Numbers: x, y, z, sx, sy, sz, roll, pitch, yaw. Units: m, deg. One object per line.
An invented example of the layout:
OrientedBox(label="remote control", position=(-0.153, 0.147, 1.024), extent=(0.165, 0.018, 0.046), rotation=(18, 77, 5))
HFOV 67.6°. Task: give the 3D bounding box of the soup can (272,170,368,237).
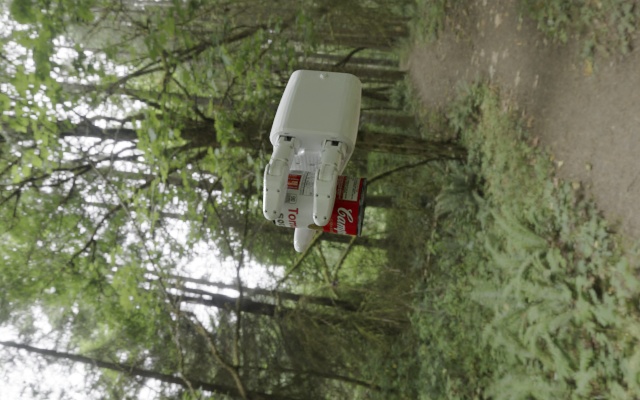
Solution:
OrientedBox(label="soup can", position=(0.000, 0.002, 0.553), extent=(0.102, 0.068, 0.068), rotation=(7, 1, 8))
